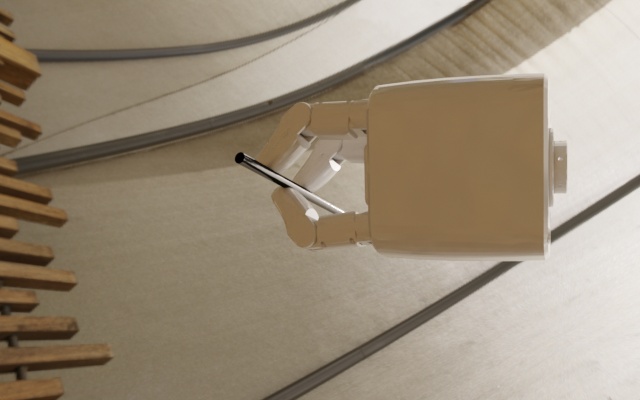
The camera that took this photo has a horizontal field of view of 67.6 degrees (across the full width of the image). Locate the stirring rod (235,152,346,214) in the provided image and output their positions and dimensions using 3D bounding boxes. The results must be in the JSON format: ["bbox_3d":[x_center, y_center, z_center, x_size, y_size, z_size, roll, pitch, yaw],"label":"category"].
[{"bbox_3d":[0.000,0.001,0.417,0.011,0.011,0.239,0,-14,27],"label":"stirring rod"}]
